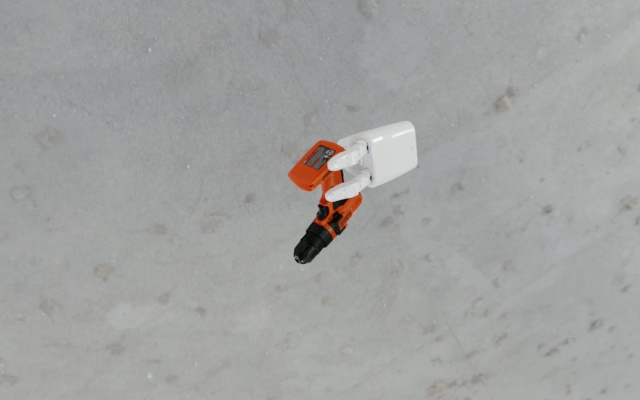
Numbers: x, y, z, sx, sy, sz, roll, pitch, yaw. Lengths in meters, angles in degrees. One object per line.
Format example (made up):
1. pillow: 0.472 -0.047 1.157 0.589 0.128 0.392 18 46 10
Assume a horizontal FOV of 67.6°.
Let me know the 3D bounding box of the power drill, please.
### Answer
1. power drill: 0.000 0.002 0.837 0.057 0.184 0.188 25 -30 28
